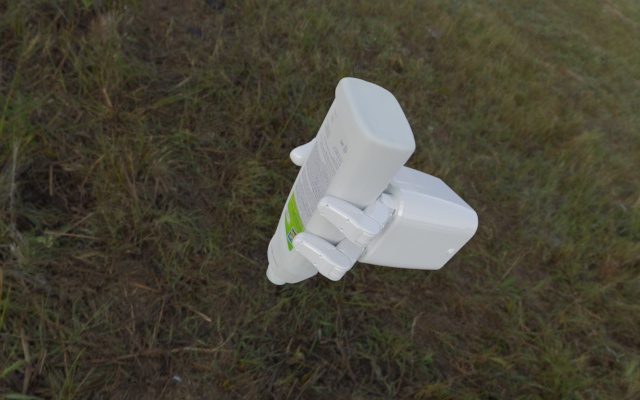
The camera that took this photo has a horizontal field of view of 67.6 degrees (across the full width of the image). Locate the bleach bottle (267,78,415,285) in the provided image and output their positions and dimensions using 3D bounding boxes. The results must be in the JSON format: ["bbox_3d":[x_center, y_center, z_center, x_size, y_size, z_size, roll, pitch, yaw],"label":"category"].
[{"bbox_3d":[0.000,0.002,0.510,0.068,0.102,0.251,11,-47,-26],"label":"bleach bottle"}]
